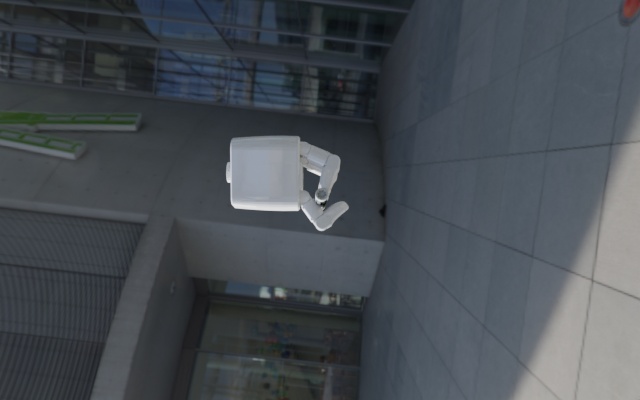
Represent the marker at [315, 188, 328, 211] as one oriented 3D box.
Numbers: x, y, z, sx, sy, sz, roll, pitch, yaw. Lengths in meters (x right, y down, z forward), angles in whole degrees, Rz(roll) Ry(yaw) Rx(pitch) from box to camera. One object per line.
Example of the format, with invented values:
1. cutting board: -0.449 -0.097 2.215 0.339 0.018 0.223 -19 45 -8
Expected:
1. marker: 0.000 0.002 0.757 0.020 0.020 0.121 0 -11 -2
